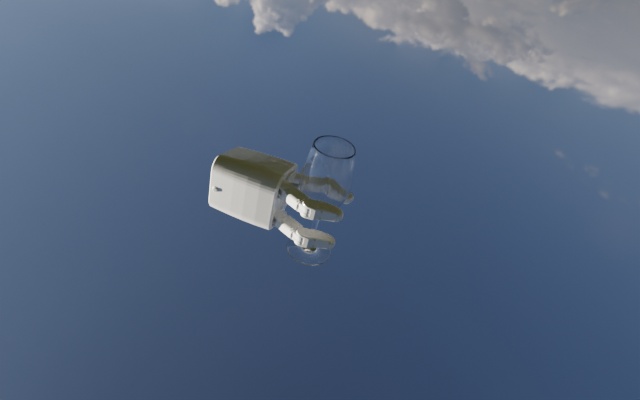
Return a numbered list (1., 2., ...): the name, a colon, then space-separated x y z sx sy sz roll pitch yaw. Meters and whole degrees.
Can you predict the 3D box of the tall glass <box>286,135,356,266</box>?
1. tall glass: 0.000 0.003 0.729 0.079 0.201 0.079 10 36 -7
